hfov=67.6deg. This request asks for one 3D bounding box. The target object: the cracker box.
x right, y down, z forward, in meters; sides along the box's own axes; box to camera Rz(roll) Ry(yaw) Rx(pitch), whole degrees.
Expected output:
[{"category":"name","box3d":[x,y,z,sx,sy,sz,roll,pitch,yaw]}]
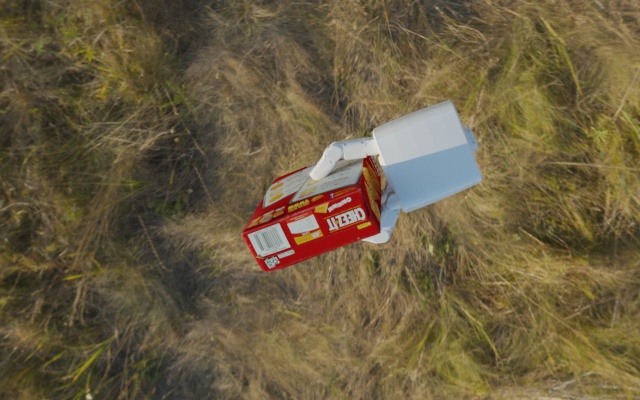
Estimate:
[{"category":"cracker box","box3d":[0.000,0.002,0.673,0.164,0.072,0.213,-21,17,15]}]
